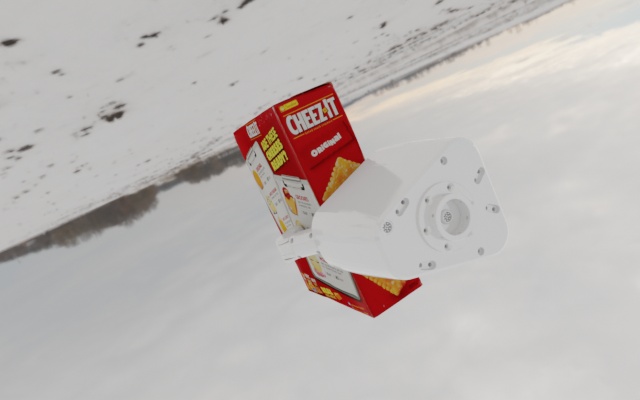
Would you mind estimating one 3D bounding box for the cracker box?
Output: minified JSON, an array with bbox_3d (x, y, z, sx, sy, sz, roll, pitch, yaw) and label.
[{"bbox_3d":[0.000,0.002,0.503,0.072,0.214,0.164,-28,10,-21],"label":"cracker box"}]
